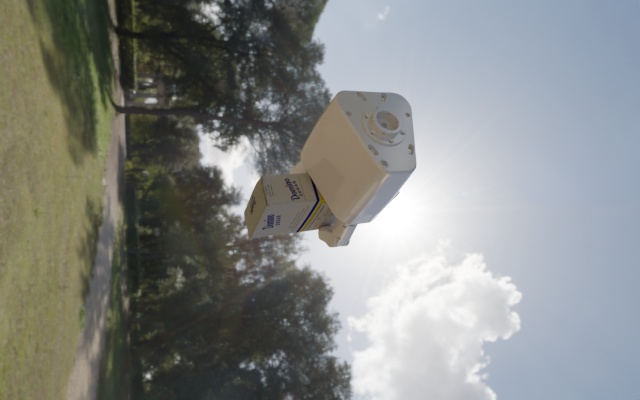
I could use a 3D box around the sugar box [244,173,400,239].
[{"bbox_3d":[0.000,0.001,0.600,0.176,0.048,0.093,-3,-27,-24],"label":"sugar box"}]
